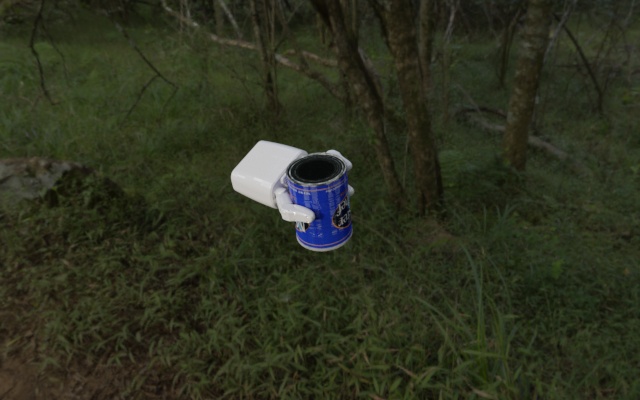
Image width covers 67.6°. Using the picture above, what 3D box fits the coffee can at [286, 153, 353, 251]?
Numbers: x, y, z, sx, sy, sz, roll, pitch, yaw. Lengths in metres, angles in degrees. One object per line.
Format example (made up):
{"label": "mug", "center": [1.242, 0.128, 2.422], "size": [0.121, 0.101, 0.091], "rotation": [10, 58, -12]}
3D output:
{"label": "coffee can", "center": [0.000, 0.003, 0.829], "size": [0.103, 0.140, 0.102], "rotation": [-5, 35, 3]}
